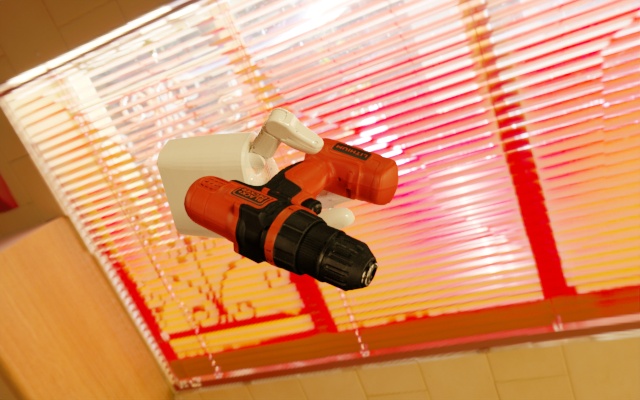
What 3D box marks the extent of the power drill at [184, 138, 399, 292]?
[{"bbox_3d":[0.000,0.001,0.443,0.184,0.057,0.187,23,30,26],"label":"power drill"}]
